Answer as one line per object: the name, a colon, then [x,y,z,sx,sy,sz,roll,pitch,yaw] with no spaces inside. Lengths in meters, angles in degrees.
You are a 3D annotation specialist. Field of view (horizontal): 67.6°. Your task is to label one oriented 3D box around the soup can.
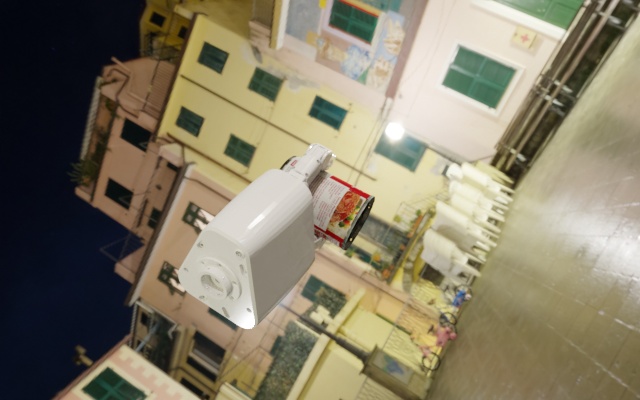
soup can: [0.000,0.001,0.534,0.102,0.068,0.068,29,7,13]
